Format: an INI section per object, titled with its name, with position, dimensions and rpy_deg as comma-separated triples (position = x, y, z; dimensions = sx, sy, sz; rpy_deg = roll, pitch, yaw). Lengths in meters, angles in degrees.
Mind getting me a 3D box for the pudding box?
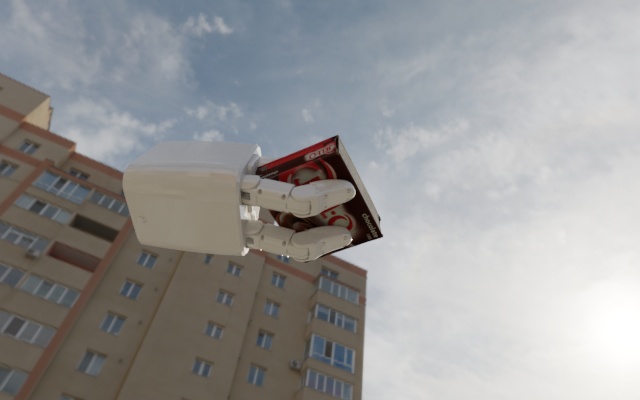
[pudding box]
position = 0.000, 0.001, 0.474
dimensions = 0.090, 0.113, 0.039
rpy_deg = -20, 35, 18
